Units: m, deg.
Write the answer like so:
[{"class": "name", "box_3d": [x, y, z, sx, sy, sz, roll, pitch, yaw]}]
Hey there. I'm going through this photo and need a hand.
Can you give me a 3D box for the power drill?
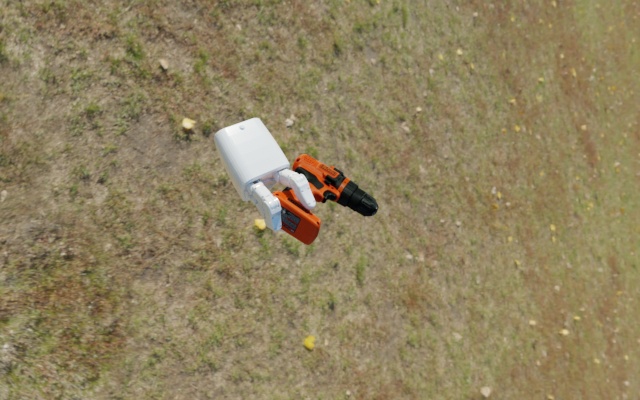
[{"class": "power drill", "box_3d": [0.000, 0.003, 0.859, 0.184, 0.057, 0.187, 31, 35, 10]}]
